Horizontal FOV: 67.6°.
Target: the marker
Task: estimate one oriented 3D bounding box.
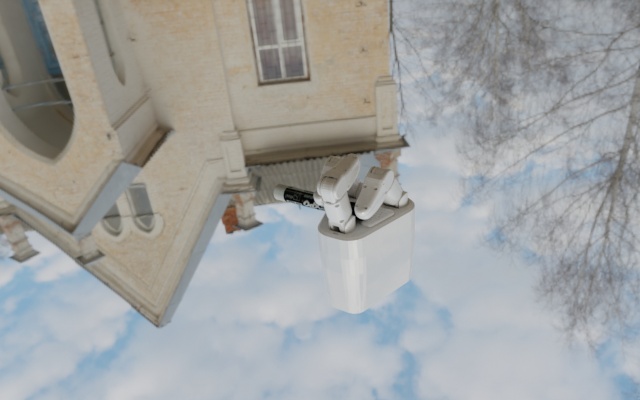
[{"bbox_3d":[0.000,0.002,0.529,0.121,0.020,0.020,14,7,32],"label":"marker"}]
